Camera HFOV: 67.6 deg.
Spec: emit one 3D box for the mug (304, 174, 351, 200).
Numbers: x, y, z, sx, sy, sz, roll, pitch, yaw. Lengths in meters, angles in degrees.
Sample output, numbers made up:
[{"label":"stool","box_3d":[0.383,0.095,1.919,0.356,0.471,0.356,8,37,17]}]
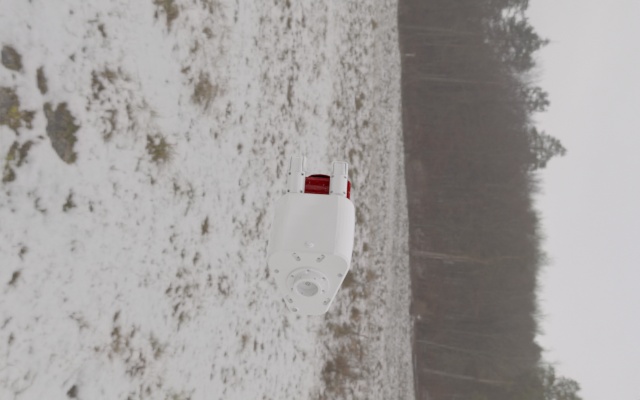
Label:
[{"label":"mug","box_3d":[0.000,0.001,0.674,0.081,0.093,0.117,4,37,3]}]
